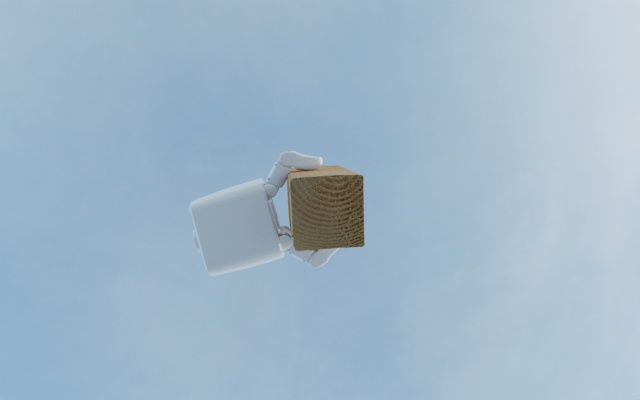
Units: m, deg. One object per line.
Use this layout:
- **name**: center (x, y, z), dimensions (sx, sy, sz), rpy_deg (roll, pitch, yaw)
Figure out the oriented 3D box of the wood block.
- **wood block**: center (0.000, 0.002, 0.672), dimensions (0.090, 0.091, 0.206), rpy_deg (-3, 8, -5)
